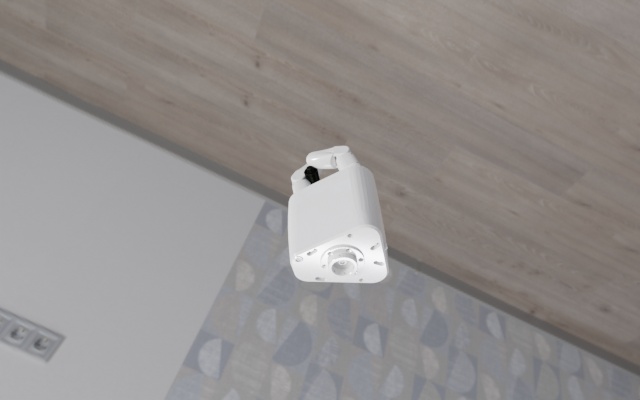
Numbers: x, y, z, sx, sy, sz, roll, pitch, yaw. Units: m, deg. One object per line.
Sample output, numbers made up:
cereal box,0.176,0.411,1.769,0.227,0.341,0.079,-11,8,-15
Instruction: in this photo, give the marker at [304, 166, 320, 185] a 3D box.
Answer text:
marker,0.000,0.002,0.661,0.020,0.121,0.020,-11,38,8
